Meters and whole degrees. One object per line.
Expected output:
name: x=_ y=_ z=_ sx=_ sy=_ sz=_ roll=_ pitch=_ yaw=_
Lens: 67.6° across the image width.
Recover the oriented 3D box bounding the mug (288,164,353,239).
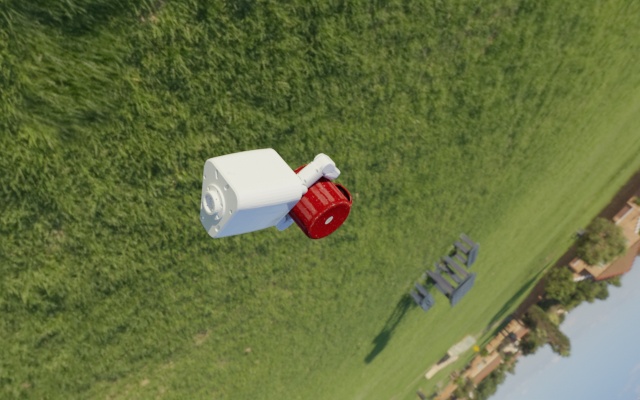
mug: x=0.001 y=0.002 z=0.733 sx=0.117 sy=0.093 sz=0.081 roll=-13 pitch=52 yaw=-41
